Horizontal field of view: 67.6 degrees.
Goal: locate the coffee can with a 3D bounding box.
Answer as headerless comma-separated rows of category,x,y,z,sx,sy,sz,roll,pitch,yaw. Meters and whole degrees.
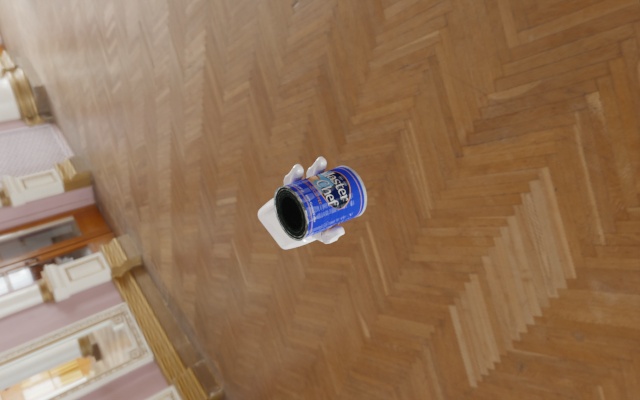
coffee can,0.000,0.003,0.878,0.140,0.103,0.103,-21,12,-34
